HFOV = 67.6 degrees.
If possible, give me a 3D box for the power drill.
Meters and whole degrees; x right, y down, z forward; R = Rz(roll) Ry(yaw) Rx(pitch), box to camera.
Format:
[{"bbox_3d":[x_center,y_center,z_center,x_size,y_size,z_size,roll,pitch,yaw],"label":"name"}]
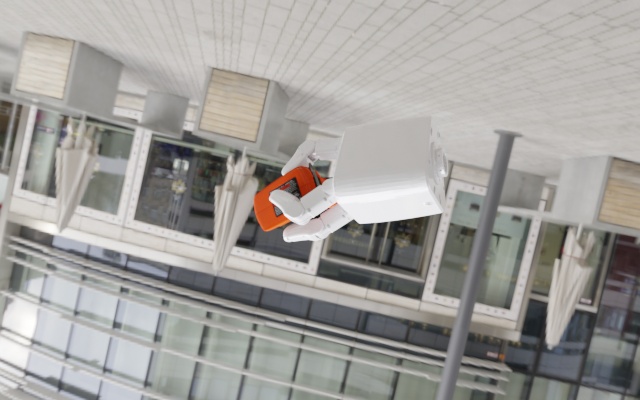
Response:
[{"bbox_3d":[0.000,0.002,0.669,0.184,0.057,0.187,-32,-17,37],"label":"power drill"}]
